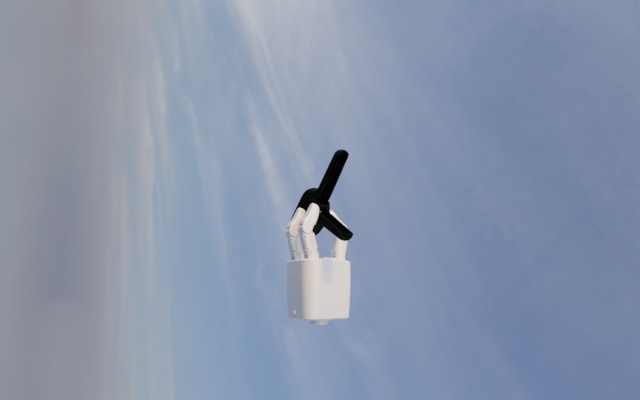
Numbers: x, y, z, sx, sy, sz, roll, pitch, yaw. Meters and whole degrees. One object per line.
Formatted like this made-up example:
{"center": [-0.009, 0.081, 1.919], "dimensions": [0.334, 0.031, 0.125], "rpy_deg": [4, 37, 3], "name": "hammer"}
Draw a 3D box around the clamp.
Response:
{"center": [0.001, 0.003, 0.900], "dimensions": [0.036, 0.164, 0.210], "rpy_deg": [8, -14, -27], "name": "clamp"}
